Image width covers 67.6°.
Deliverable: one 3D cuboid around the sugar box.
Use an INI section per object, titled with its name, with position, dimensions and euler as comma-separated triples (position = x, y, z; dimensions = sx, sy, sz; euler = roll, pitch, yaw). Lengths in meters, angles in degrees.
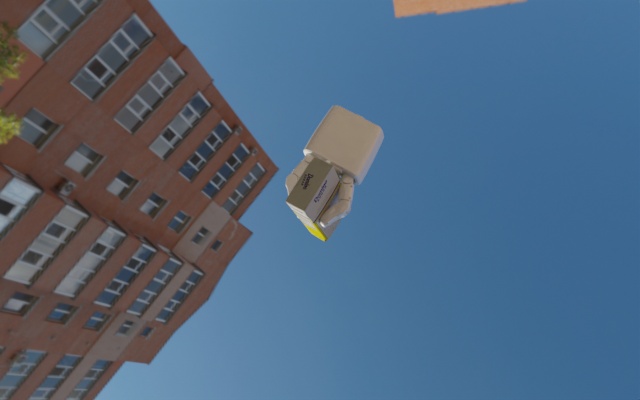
[sugar box]
position = 0.000, 0.002, 0.851
dimensions = 0.048, 0.093, 0.176
euler = 27, -13, 24
